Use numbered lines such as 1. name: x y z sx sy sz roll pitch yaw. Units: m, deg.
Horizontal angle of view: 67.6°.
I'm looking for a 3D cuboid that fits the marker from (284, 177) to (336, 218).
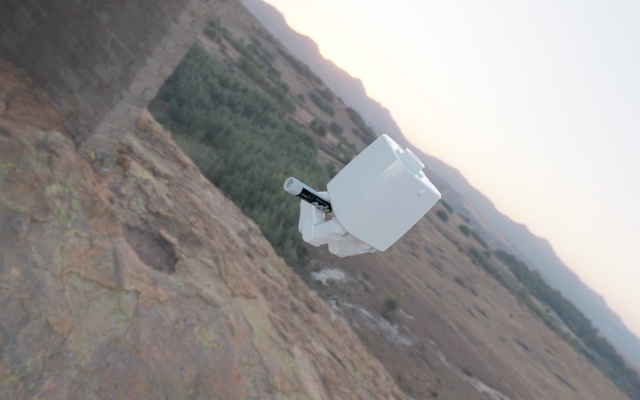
1. marker: 0.000 0.002 0.626 0.020 0.020 0.121 0 -22 44
